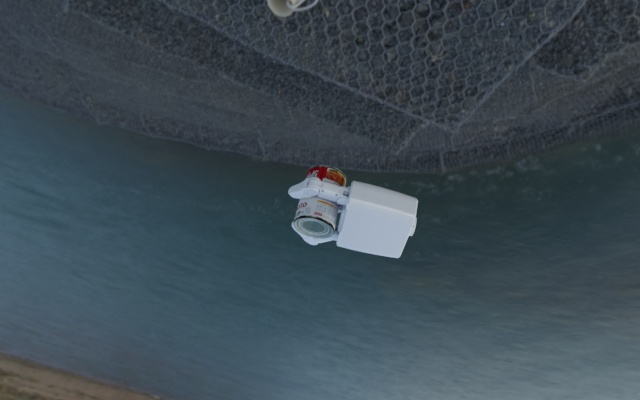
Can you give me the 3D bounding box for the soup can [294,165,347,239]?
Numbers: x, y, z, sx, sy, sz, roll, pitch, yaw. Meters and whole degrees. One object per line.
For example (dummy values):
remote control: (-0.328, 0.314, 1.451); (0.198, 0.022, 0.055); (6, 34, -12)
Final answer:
soup can: (0.000, 0.003, 0.775); (0.068, 0.102, 0.068); (11, -31, 6)
